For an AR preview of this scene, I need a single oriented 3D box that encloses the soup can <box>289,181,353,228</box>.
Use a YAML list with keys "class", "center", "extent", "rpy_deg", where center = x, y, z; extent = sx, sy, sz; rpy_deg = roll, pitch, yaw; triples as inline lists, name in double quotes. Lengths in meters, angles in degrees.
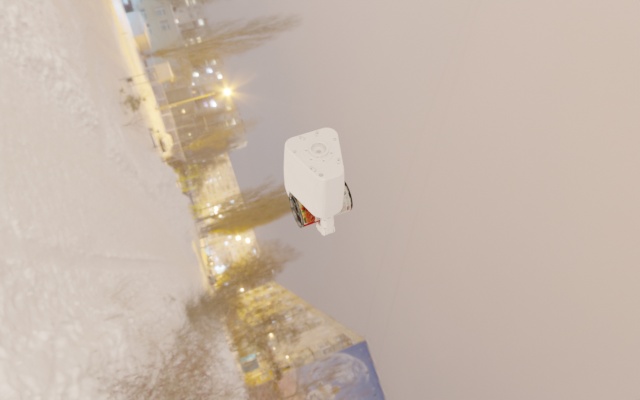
- class: "soup can"
  center: [0.000, 0.003, 0.885]
  extent: [0.102, 0.068, 0.068]
  rpy_deg: [-19, 5, -14]
